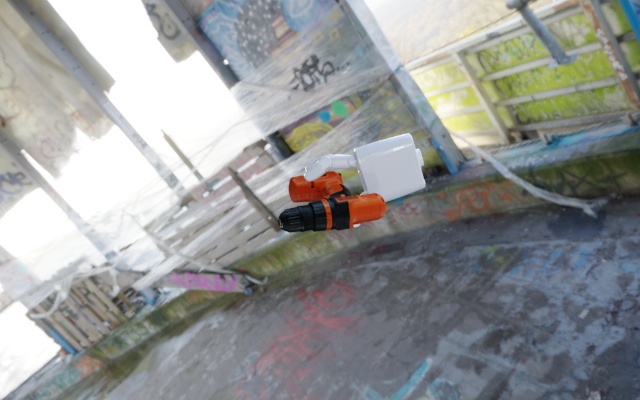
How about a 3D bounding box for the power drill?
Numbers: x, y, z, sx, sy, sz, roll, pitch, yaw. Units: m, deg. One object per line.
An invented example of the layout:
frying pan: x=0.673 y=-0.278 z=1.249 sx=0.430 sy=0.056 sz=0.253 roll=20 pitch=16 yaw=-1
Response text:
power drill: x=0.000 y=0.003 z=0.852 sx=0.184 sy=0.057 sz=0.187 roll=-7 pitch=21 yaw=-16
